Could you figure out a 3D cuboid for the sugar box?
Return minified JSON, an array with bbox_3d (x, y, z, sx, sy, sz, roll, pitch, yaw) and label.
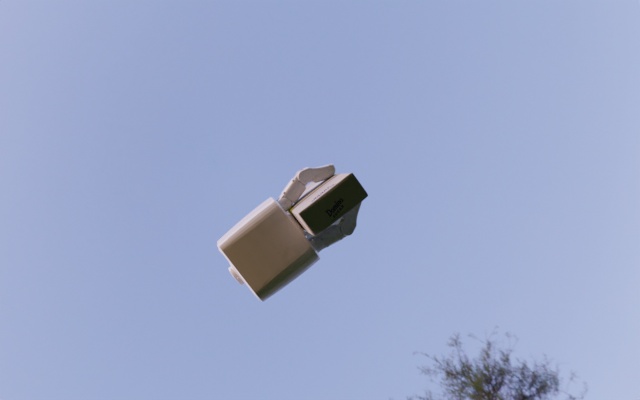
[{"bbox_3d":[0.000,0.003,0.704,0.093,0.048,0.176,-37,11,-7],"label":"sugar box"}]
